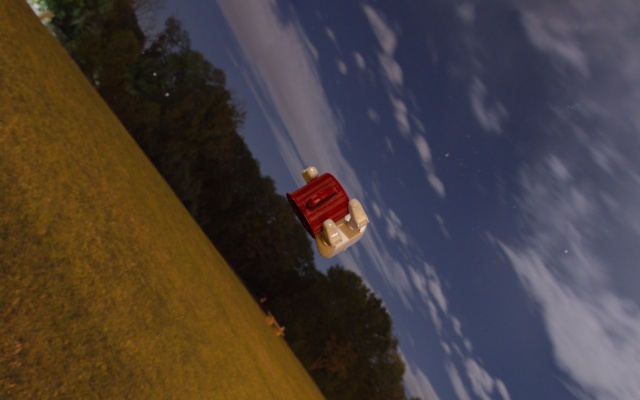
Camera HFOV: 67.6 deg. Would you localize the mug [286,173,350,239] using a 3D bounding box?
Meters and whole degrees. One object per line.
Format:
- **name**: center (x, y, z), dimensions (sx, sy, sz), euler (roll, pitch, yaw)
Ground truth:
- **mug**: center (0.000, 0.002, 0.803), dimensions (0.081, 0.093, 0.117), euler (-32, -12, -10)
